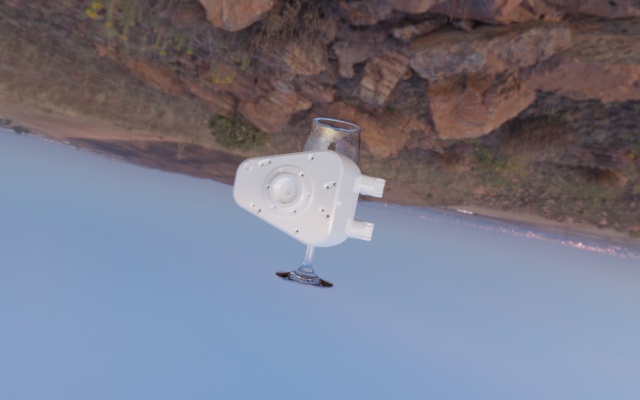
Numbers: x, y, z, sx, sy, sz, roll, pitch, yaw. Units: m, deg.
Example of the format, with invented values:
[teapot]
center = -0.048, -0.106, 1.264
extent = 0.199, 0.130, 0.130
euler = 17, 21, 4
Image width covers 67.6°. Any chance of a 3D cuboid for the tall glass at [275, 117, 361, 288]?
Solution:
[tall glass]
center = 0.000, 0.003, 0.595
extent = 0.079, 0.201, 0.079
euler = 12, 0, 0
